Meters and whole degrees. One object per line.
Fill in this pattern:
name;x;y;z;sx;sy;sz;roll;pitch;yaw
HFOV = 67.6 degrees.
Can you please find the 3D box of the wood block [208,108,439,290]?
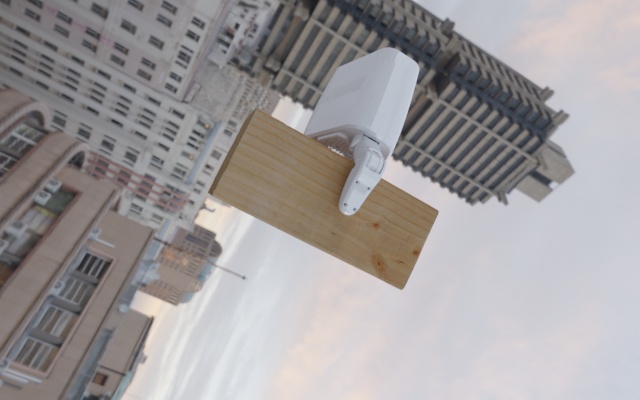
wood block;0.000;0.001;0.485;0.206;0.090;0.091;28;-6;-14
